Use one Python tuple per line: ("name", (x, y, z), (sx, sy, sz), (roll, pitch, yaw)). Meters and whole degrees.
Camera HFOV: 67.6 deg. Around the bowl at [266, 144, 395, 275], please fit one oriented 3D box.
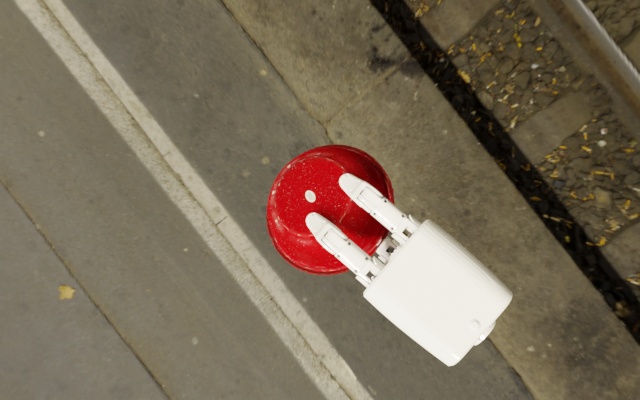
("bowl", (-0.001, 0.001, 0.548), (0.162, 0.162, 0.055), (0, -15, 21))
